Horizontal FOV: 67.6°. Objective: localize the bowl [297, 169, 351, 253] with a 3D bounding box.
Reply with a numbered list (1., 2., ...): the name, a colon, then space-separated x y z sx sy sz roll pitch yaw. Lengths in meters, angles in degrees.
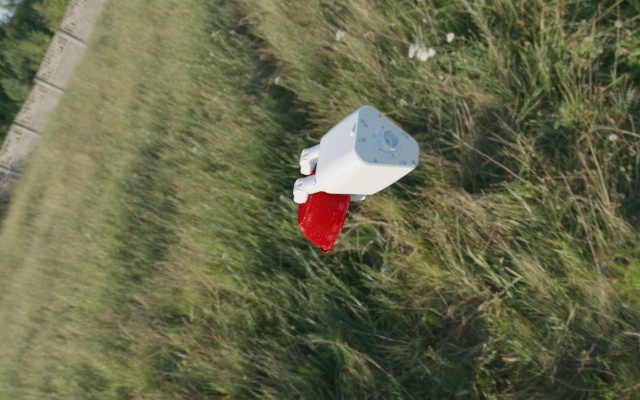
1. bowl: -0.001 0.003 0.797 0.055 0.162 0.162 13 -3 -12
